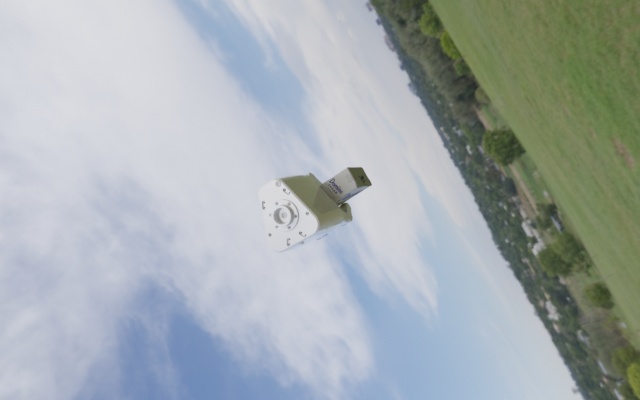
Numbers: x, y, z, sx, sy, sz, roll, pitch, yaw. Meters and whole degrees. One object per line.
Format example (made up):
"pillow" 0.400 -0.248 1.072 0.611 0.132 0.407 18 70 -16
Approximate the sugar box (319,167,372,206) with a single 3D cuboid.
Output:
"sugar box" 0.000 0.003 0.850 0.176 0.048 0.093 -30 -7 20
